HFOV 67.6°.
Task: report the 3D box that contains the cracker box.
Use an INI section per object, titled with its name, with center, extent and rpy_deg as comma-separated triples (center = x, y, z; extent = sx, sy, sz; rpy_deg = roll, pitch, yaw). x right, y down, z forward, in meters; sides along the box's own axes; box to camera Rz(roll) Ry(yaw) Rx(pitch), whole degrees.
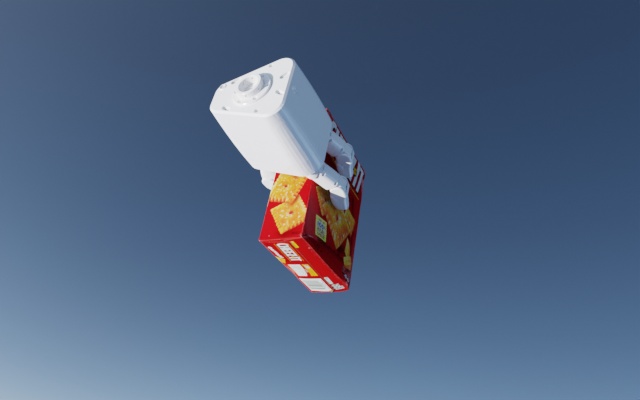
[cracker box]
center = 0.000, 0.002, 0.688
extent = 0.072, 0.213, 0.164
rpy_deg = -6, -36, 25
